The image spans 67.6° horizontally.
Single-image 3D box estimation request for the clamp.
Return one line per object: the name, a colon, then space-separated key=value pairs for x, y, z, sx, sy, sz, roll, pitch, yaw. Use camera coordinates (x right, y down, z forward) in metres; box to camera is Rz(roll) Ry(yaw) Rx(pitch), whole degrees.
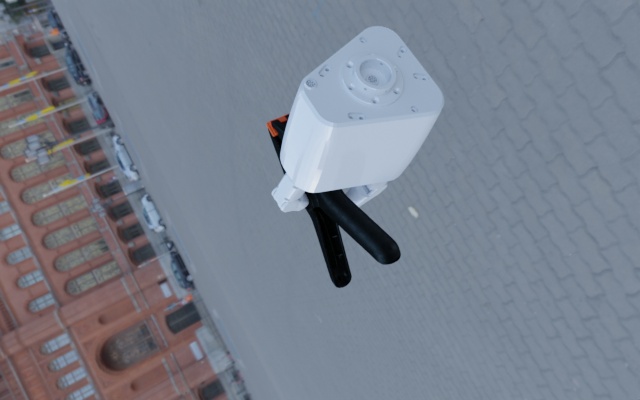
clamp: x=-0.001 y=0.002 z=0.532 sx=0.036 sy=0.210 sz=0.165 roll=-26 pitch=-17 yaw=-23
